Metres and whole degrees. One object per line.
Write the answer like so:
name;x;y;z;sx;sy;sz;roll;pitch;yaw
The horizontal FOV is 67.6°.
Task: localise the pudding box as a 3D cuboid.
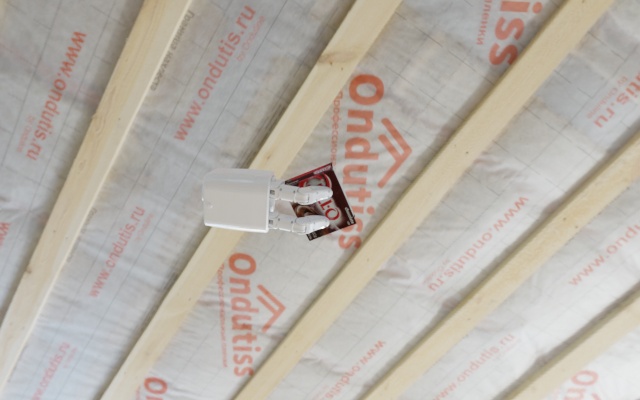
pudding box;0.000;0.003;0.812;0.090;0.113;0.039;-21;26;10
